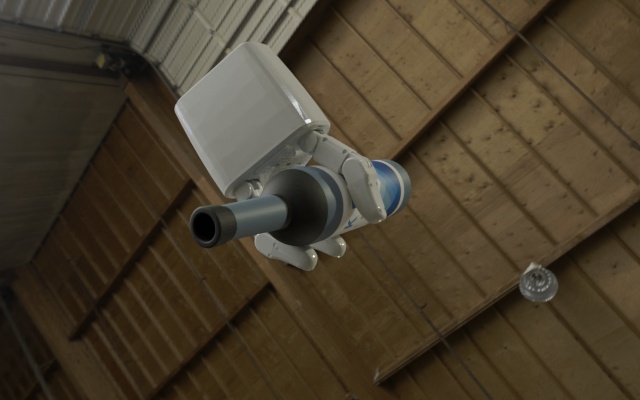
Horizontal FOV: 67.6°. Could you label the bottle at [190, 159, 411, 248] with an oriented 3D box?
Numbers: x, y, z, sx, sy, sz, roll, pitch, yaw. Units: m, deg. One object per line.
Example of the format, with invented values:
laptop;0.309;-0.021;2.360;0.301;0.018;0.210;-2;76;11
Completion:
bottle;0.000;0.001;0.432;0.069;0.069;0.295;0;6;31
